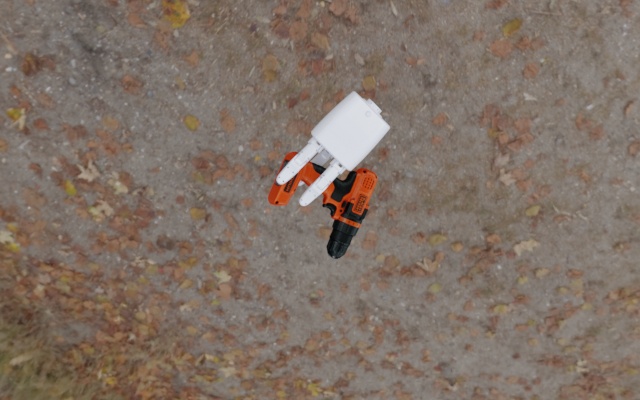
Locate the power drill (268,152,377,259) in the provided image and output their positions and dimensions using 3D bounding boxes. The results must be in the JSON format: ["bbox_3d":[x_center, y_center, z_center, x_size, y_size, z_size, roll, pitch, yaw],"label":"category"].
[{"bbox_3d":[0.000,0.003,0.900,0.188,0.184,0.057,22,0,-23],"label":"power drill"}]
